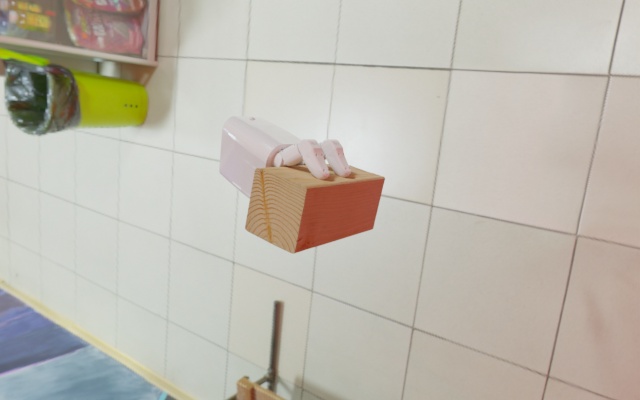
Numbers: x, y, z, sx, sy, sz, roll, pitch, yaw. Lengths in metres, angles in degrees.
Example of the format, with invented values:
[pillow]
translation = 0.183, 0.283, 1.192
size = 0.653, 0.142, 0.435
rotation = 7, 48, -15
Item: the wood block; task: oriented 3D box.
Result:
[wood block]
translation = 0.000, 0.002, 0.691
size = 0.090, 0.091, 0.206
rotation = 22, 18, 31
